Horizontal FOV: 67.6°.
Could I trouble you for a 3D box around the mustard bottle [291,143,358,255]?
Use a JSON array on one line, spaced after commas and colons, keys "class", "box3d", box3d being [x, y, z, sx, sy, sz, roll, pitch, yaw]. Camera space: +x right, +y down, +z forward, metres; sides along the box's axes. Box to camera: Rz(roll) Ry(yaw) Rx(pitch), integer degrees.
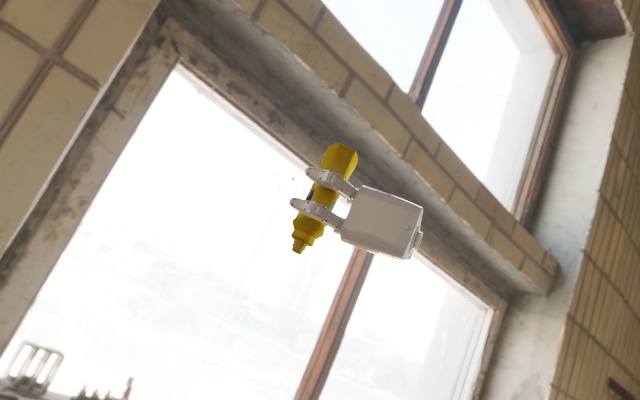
[{"class": "mustard bottle", "box3d": [0.000, 0.002, 0.805, 0.058, 0.191, 0.096, 26, -17, -4]}]
